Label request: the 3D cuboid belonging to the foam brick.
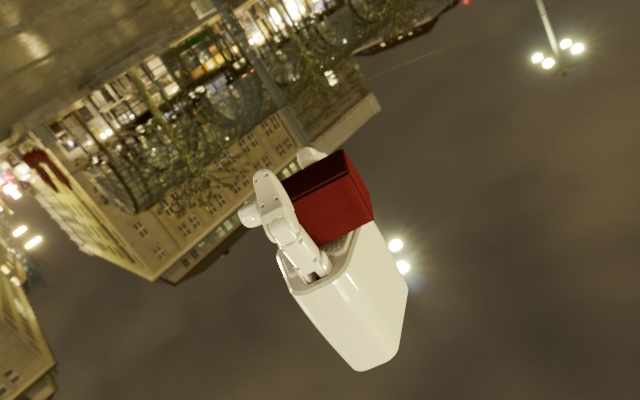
[{"bbox_3d":[0.000,0.001,0.411,0.078,0.051,0.053,-27,25,14],"label":"foam brick"}]
